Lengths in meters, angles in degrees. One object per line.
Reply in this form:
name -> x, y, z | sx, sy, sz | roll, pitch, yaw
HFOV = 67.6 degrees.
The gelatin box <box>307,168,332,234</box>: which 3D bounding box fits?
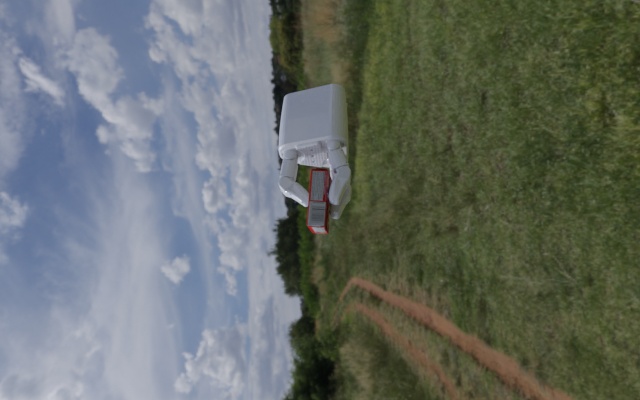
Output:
gelatin box -> 0.000, 0.003, 0.729 | 0.030, 0.089, 0.073 | 3, -12, 5
